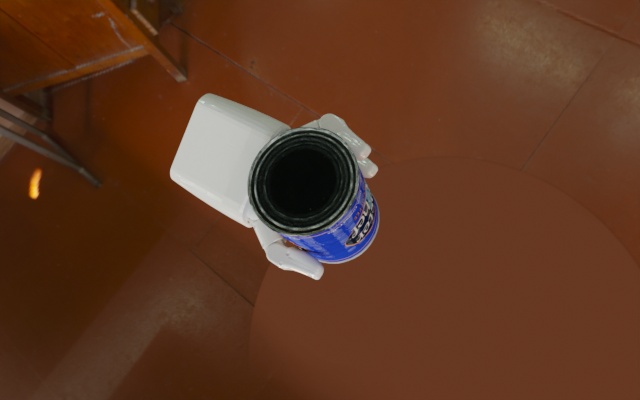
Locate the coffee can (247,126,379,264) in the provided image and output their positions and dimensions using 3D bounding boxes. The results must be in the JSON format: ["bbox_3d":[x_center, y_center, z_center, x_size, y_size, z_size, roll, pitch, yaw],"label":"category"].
[{"bbox_3d":[0.000,0.002,0.482,0.103,0.102,0.140,0,-17,14],"label":"coffee can"}]
